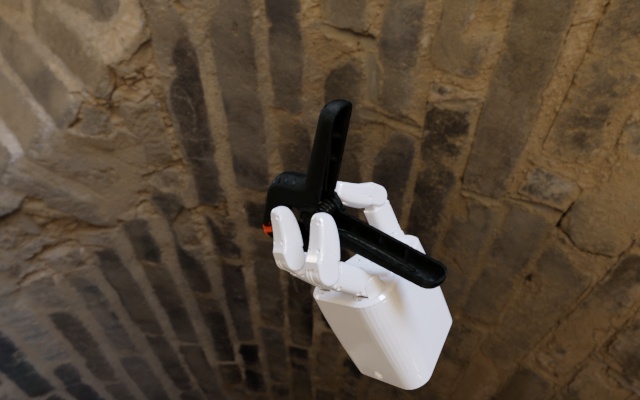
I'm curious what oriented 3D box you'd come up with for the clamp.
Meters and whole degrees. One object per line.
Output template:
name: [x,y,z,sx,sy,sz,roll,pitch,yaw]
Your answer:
clamp: [0.000,0.001,0.430,0.036,0.164,0.210,-37,19,-32]
